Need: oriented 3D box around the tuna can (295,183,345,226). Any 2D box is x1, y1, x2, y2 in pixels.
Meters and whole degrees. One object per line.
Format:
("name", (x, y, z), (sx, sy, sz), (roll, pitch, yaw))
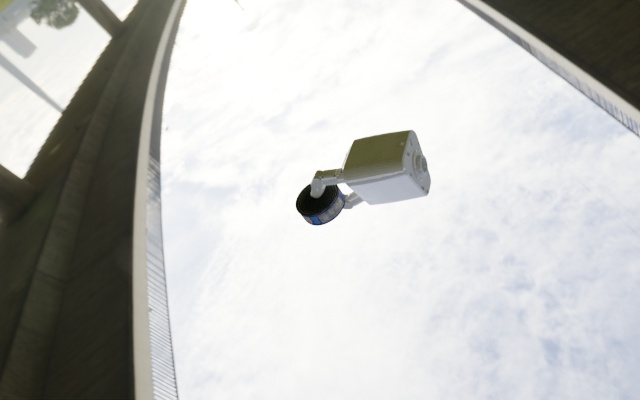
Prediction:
("tuna can", (0.000, 0.003, 0.850), (0.086, 0.086, 0.034), (0, -39, 35))
